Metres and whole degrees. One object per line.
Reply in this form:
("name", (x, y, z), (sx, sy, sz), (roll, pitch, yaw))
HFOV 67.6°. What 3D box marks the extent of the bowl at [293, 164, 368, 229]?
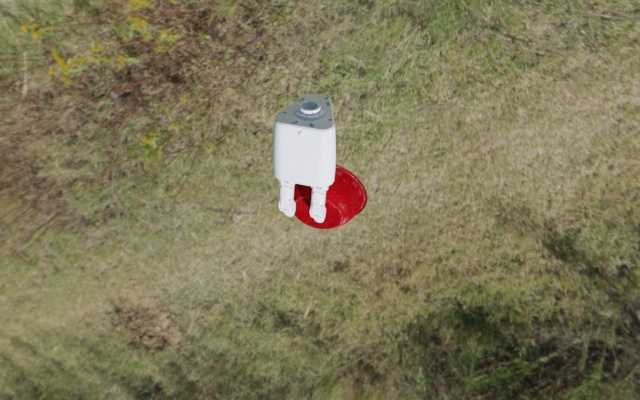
("bowl", (0.000, 0.004, 0.856), (0.162, 0.055, 0.162), (11, -37, 9))
